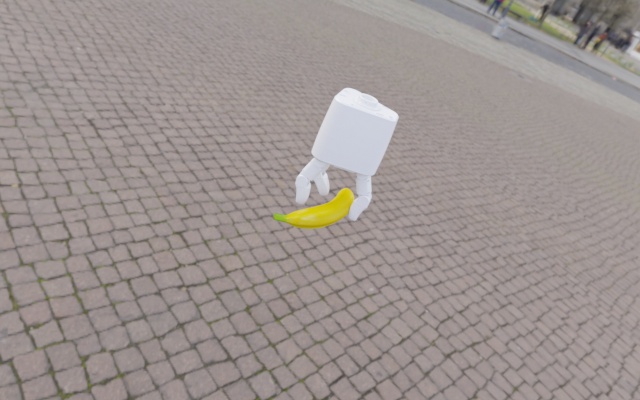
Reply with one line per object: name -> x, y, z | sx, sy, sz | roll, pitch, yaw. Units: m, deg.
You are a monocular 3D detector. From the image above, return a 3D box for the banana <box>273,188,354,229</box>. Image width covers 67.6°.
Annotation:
banana -> 0.011, 0.013, 0.839 | 0.069, 0.037, 0.198 | 37, 34, 28
